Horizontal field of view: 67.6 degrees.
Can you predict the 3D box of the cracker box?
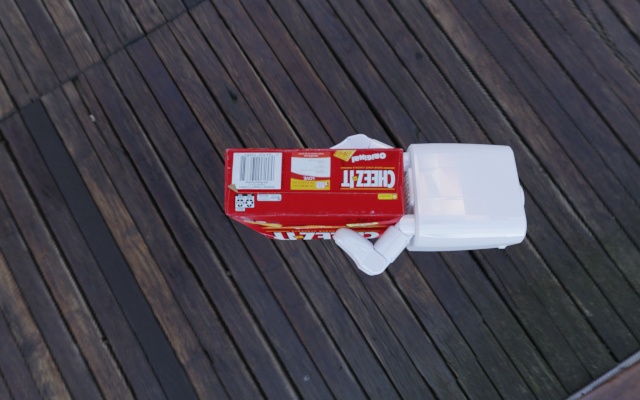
[{"bbox_3d":[0.000,0.002,0.528,0.164,0.072,0.214,0,-10,3],"label":"cracker box"}]
